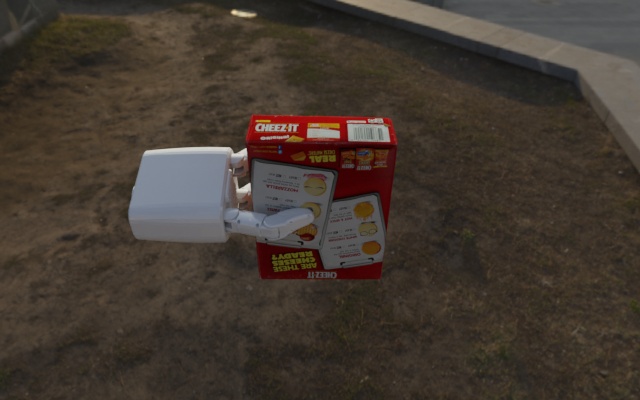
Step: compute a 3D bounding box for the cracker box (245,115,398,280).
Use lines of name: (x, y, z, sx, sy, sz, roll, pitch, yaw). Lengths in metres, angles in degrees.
cracker box: (0.000, 0.002, 0.591, 0.164, 0.214, 0.072, 0, 39, 0)
